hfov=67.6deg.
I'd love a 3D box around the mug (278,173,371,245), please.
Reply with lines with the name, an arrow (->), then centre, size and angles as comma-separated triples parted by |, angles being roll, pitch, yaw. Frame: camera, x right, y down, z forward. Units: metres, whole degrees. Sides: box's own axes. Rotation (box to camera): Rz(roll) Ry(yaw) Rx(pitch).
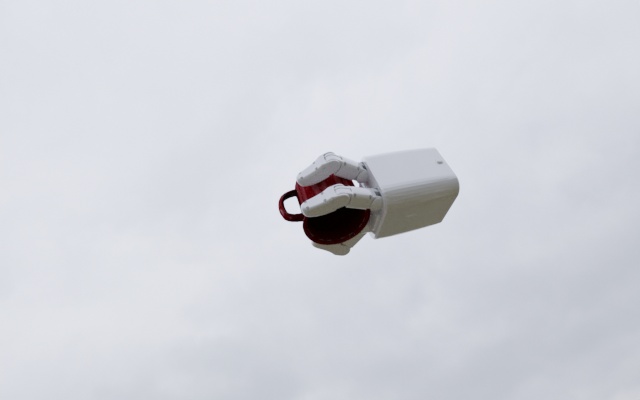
mug -> -0.001, 0.002, 0.652 | 0.117, 0.093, 0.081 | -10, 43, -11
